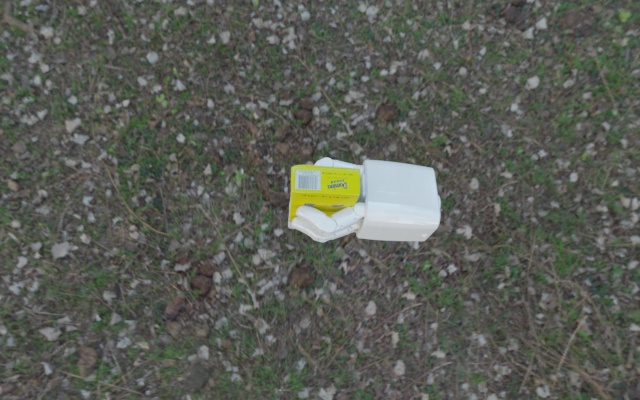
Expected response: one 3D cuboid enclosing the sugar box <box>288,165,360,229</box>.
[{"bbox_3d":[0.000,0.003,0.708,0.093,0.048,0.176,4,-22,-3],"label":"sugar box"}]
